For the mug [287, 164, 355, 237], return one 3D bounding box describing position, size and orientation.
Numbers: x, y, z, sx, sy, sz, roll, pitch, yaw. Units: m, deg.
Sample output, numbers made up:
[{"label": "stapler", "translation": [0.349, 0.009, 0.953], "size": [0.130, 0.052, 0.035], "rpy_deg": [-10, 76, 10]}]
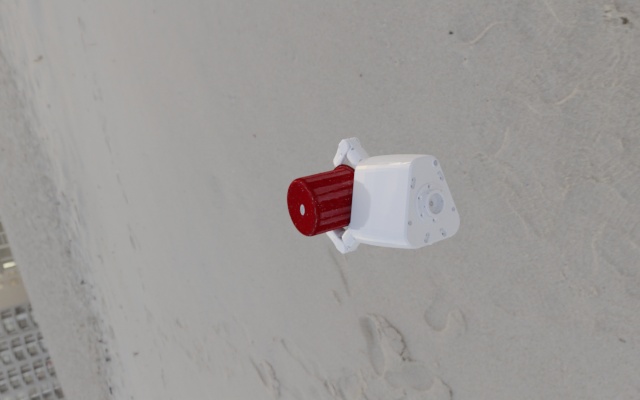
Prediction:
[{"label": "mug", "translation": [-0.001, 0.002, 0.674], "size": [0.081, 0.093, 0.117], "rpy_deg": [-14, 7, -31]}]
